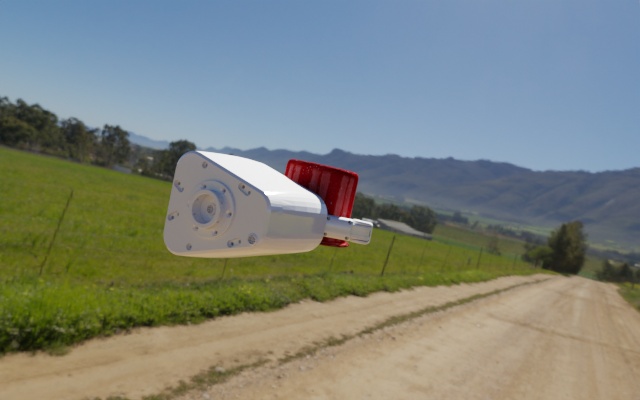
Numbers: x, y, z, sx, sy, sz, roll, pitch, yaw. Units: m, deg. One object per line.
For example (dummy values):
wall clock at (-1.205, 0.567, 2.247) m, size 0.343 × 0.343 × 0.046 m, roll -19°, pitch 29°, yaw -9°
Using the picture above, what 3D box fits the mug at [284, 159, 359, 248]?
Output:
mug at (0.001, 0.002, 0.543) m, size 0.093 × 0.081 × 0.117 m, roll 14°, pitch 3°, yaw 24°
